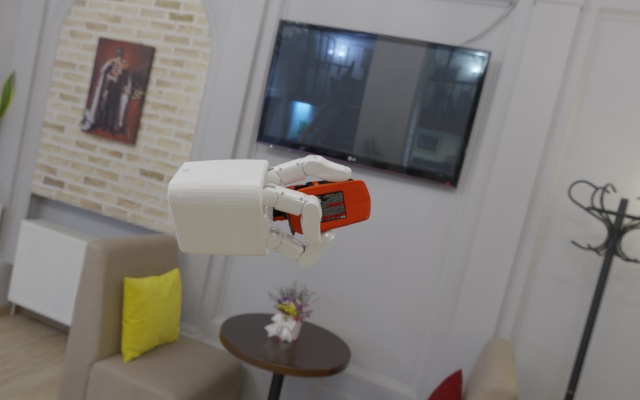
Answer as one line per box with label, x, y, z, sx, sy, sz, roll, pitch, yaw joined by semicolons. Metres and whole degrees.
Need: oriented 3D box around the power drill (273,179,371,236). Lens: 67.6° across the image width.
power drill;0.000;0.002;0.670;0.184;0.057;0.187;-13;5;-17
